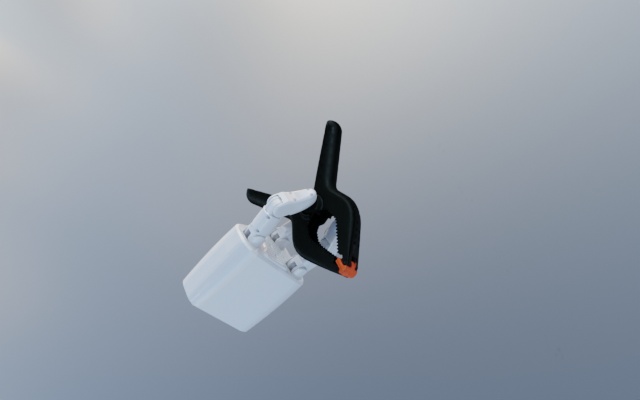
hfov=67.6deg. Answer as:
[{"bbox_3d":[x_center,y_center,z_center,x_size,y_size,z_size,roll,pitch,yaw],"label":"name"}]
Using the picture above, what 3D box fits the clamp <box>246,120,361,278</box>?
[{"bbox_3d":[0.000,0.002,0.600,0.036,0.164,0.210,32,17,-49],"label":"clamp"}]
